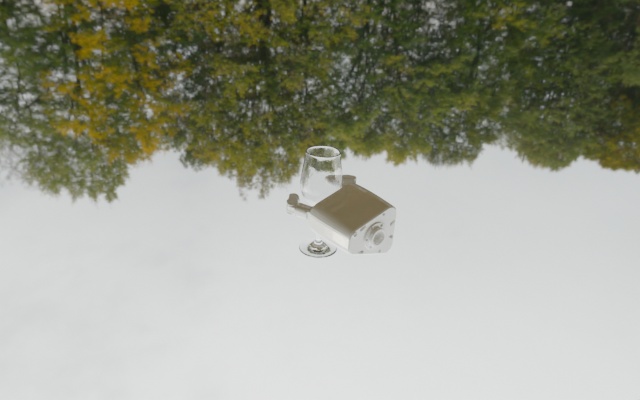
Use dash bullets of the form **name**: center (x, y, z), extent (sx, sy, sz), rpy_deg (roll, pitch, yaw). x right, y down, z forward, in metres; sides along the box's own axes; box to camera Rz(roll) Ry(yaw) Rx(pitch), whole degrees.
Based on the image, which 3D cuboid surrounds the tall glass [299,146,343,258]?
- **tall glass**: center (0.000, 0.003, 0.886), extent (0.079, 0.201, 0.079), rpy_deg (2, 26, -1)
